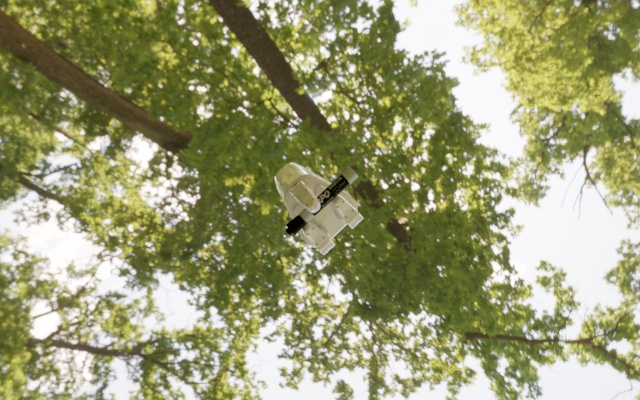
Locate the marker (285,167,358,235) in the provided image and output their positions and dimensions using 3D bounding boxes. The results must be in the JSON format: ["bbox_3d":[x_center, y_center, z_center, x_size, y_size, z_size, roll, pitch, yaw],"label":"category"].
[{"bbox_3d":[0.000,0.002,0.638,0.121,0.020,0.020,-43,0,0],"label":"marker"}]
